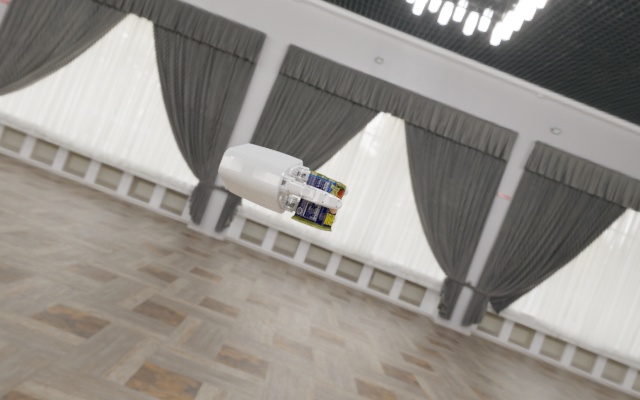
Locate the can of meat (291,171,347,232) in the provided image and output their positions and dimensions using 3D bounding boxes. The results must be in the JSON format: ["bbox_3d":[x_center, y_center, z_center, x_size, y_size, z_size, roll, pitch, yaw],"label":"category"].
[{"bbox_3d":[0.000,0.002,0.794,0.057,0.084,0.102,20,-1,14],"label":"can of meat"}]
